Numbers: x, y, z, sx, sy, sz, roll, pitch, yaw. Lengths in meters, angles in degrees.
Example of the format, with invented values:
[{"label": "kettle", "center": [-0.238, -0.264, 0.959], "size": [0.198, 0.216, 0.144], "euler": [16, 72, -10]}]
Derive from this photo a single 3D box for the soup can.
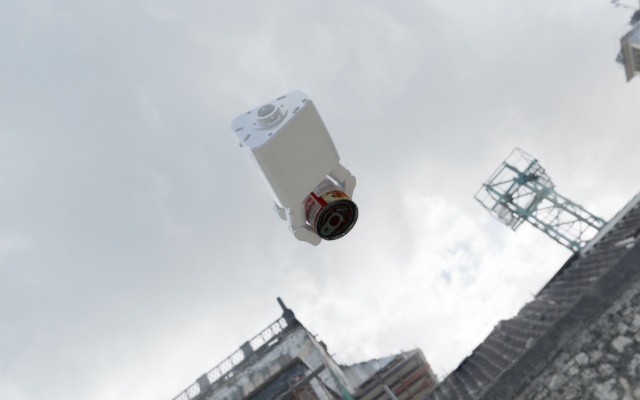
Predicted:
[{"label": "soup can", "center": [0.000, 0.002, 0.691], "size": [0.068, 0.068, 0.102], "euler": [0, 30, -33]}]
